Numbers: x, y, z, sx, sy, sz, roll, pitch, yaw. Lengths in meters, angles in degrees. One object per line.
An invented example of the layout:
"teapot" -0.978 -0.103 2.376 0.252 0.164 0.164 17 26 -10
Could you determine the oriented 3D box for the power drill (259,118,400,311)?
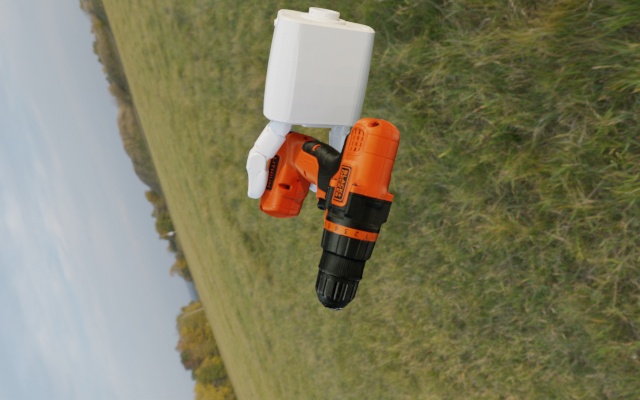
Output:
"power drill" 0.000 0.001 0.509 0.057 0.184 0.187 14 4 -33
